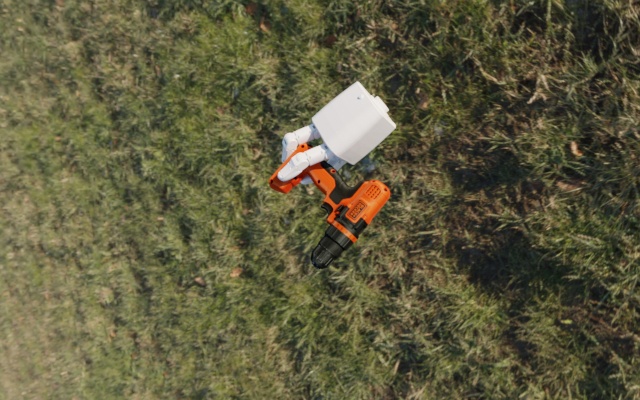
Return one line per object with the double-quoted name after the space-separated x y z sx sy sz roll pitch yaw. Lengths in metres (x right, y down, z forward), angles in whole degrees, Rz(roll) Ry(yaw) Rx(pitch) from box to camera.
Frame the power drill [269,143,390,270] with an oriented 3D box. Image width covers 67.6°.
0.000 0.002 0.842 0.187 0.184 0.057 39 -6 17 "power drill"
